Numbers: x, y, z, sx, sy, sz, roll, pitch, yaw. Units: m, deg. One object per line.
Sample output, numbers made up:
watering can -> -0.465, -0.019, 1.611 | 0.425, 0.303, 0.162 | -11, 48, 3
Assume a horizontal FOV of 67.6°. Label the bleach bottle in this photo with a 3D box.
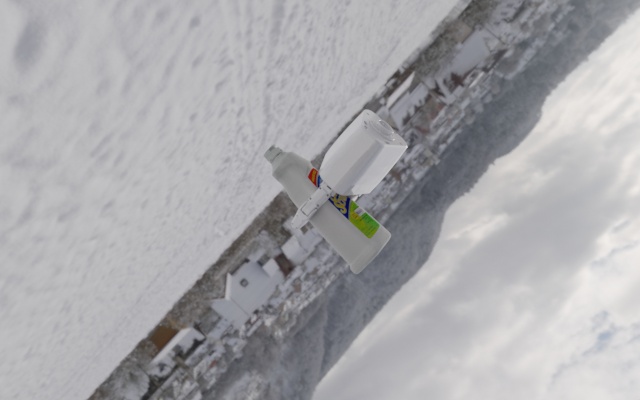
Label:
bleach bottle -> 0.000, 0.003, 0.797 | 0.068, 0.251, 0.102 | -50, -6, 29
